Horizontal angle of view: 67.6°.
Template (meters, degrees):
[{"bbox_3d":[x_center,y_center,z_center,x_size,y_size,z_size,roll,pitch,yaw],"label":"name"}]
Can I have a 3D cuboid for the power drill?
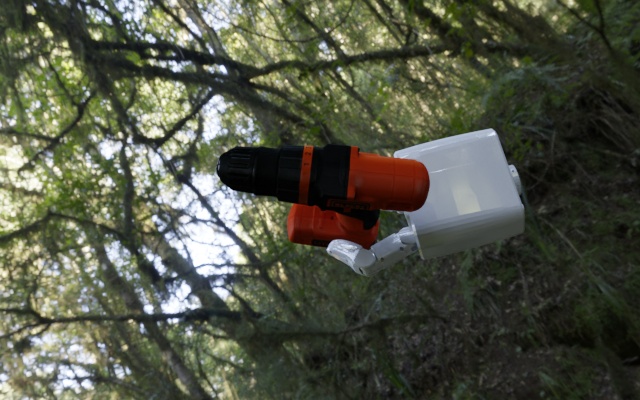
[{"bbox_3d":[0.000,0.002,0.480,0.184,0.057,0.188,7,-17,1],"label":"power drill"}]
